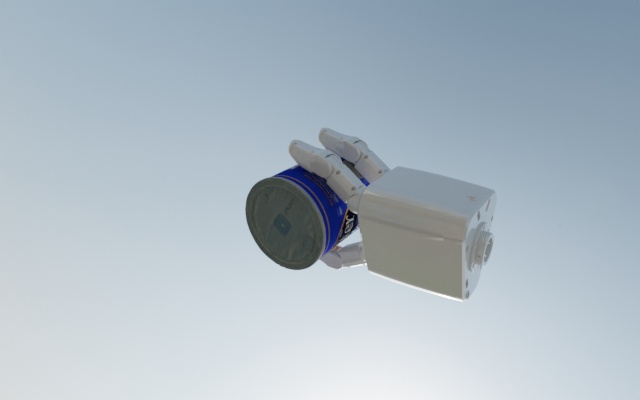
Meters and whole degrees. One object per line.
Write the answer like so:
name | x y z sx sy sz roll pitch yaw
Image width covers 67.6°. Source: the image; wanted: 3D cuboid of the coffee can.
coffee can | 0.000 0.002 0.541 0.103 0.103 0.140 0 20 38
